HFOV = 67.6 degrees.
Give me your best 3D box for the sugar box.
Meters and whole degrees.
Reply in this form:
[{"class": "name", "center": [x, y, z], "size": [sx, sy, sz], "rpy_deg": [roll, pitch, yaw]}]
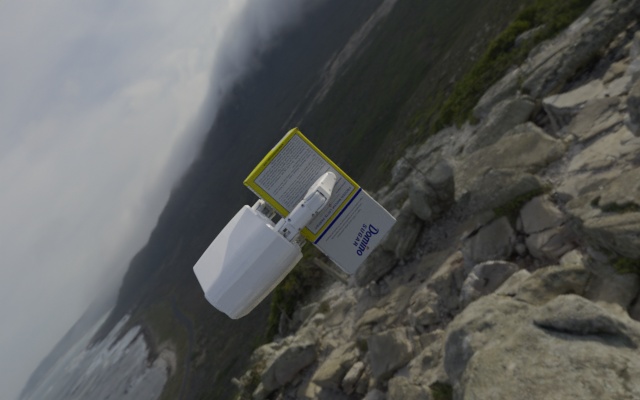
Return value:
[{"class": "sugar box", "center": [0.000, 0.002, 0.600], "size": [0.176, 0.093, 0.048], "rpy_deg": [43, -8, -12]}]
